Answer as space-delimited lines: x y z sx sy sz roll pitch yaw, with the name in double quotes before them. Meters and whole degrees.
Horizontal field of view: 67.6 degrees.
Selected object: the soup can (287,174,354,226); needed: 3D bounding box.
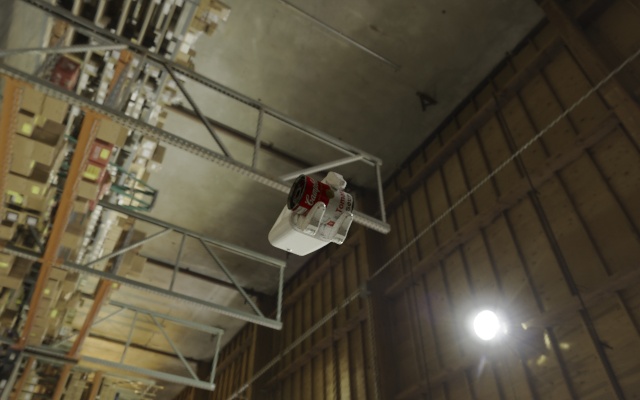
"soup can" 0.001 0.003 0.855 0.102 0.068 0.068 22 -9 -22
